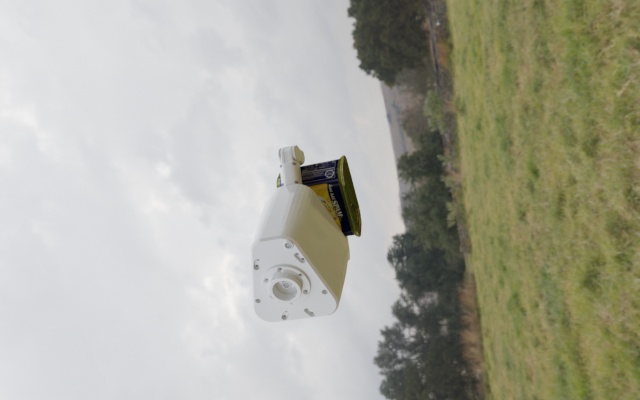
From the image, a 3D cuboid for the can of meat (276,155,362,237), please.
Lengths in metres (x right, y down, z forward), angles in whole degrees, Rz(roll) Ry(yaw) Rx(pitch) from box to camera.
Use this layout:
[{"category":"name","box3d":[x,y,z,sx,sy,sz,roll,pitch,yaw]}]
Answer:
[{"category":"can of meat","box3d":[0.000,0.002,0.597,0.084,0.102,0.057,-10,31,12]}]
